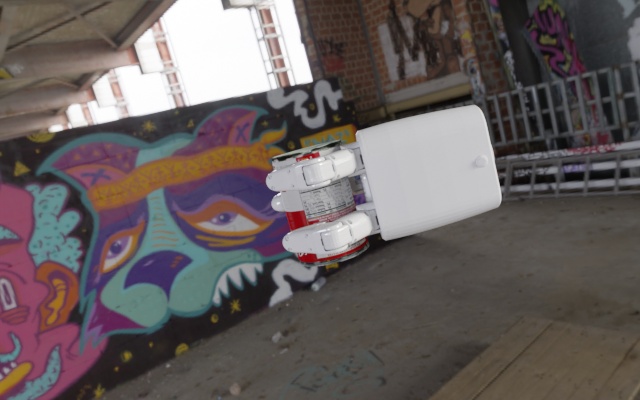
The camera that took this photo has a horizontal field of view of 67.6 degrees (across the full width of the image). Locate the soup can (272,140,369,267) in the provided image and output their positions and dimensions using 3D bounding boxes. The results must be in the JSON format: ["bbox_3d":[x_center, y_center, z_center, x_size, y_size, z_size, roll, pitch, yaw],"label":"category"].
[{"bbox_3d":[0.000,0.001,0.441,0.068,0.102,0.068,-15,8,2],"label":"soup can"}]
